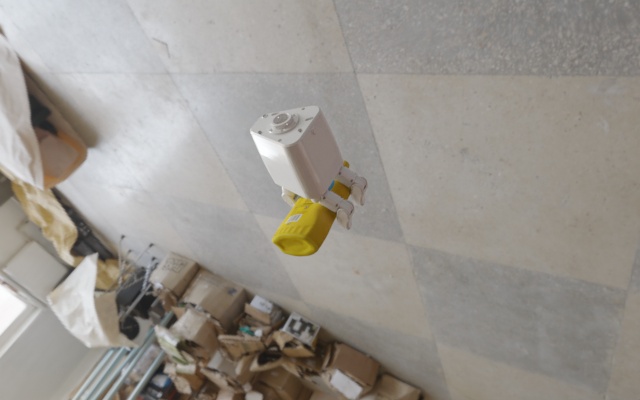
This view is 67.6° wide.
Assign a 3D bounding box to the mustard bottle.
[{"bbox_3d":[0.000,0.003,0.791,0.096,0.191,0.058,-14,-54,49],"label":"mustard bottle"}]
